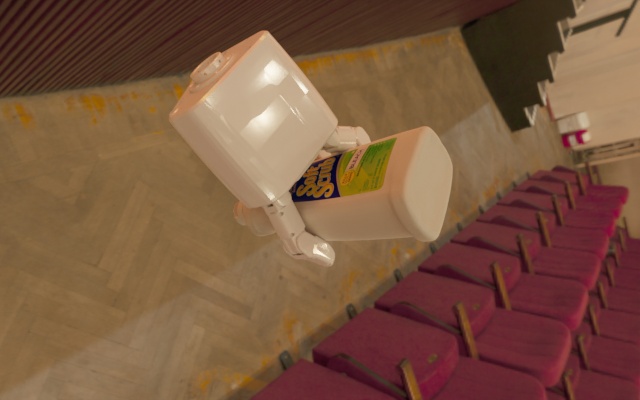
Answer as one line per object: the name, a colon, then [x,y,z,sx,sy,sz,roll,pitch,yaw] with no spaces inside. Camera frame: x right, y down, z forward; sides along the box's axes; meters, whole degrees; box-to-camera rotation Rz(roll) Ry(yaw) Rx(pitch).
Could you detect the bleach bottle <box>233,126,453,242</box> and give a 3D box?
bleach bottle: [0.000,0.002,0.480,0.251,0.102,0.068,-12,-48,39]
